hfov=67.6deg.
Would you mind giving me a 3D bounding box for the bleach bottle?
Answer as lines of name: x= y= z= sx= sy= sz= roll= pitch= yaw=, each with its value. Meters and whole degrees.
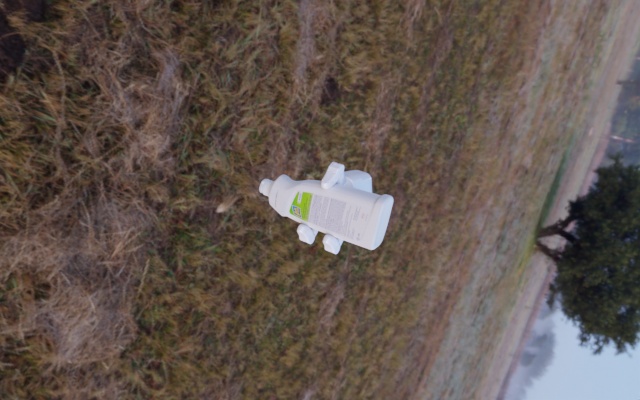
bleach bottle: x=0.000 y=0.003 z=0.879 sx=0.251 sy=0.102 sz=0.068 roll=20 pitch=18 yaw=22
